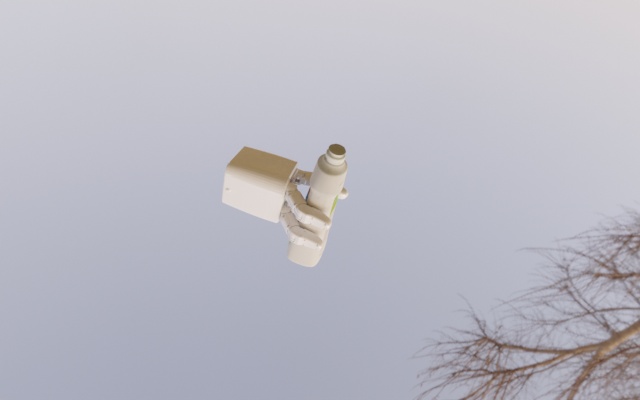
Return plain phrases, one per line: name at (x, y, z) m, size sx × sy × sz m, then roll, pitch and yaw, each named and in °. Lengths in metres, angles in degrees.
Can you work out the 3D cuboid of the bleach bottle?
bleach bottle at (0.000, 0.003, 0.824) m, size 0.068 × 0.251 × 0.102 m, roll 19°, pitch 44°, yaw 1°
